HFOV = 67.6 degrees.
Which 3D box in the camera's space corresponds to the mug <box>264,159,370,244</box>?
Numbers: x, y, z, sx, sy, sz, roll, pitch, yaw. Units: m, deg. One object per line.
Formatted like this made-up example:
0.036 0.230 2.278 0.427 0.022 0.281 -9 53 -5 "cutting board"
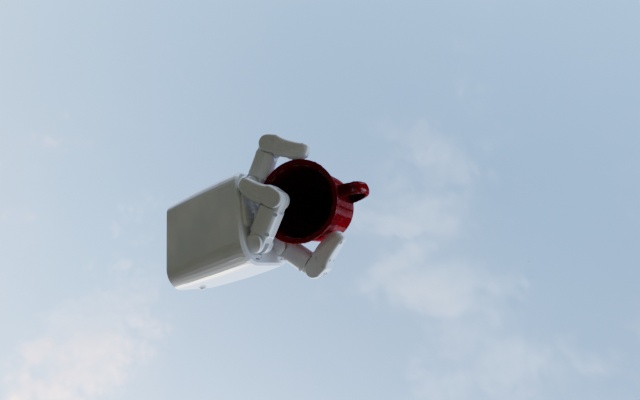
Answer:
0.001 0.001 0.547 0.117 0.093 0.081 -20 -14 18 "mug"
